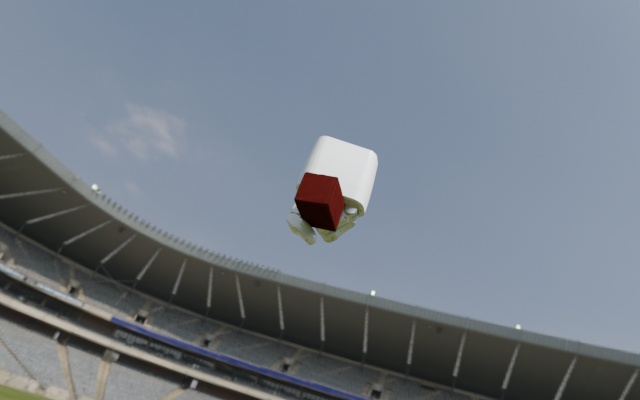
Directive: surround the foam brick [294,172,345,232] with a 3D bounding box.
[{"bbox_3d":[0.000,0.002,0.708,0.053,0.051,0.078,11,-29,18],"label":"foam brick"}]
